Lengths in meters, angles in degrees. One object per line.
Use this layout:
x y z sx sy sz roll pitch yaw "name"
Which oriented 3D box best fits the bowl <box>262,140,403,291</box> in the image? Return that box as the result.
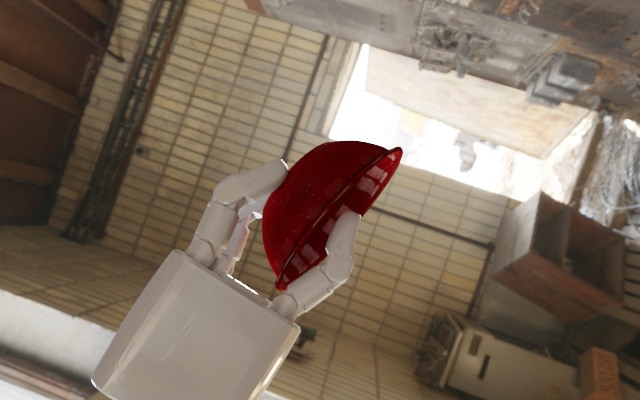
0.001 0.000 0.419 0.055 0.162 0.162 42 11 13 "bowl"
